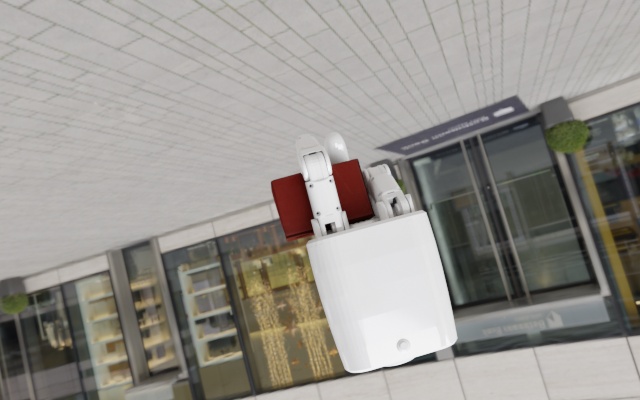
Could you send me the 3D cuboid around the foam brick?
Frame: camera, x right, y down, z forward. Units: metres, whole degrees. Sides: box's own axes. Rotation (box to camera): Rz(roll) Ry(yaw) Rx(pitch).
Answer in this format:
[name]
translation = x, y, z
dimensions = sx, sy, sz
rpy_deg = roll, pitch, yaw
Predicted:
[foam brick]
translation = 0.000, 0.001, 0.414
dimensions = 0.078, 0.051, 0.053
rpy_deg = -15, -5, -5
